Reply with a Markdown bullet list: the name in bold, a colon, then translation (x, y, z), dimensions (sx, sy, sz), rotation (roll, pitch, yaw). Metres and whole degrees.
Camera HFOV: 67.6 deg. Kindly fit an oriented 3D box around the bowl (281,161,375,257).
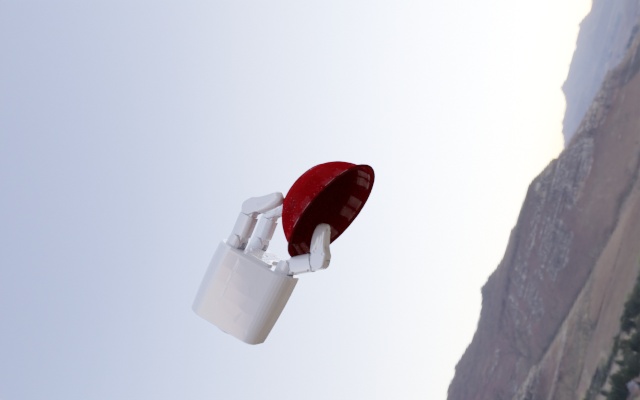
- **bowl**: translation (0.001, 0.001, 0.647), dimensions (0.055, 0.162, 0.162), rotation (42, 20, 24)
